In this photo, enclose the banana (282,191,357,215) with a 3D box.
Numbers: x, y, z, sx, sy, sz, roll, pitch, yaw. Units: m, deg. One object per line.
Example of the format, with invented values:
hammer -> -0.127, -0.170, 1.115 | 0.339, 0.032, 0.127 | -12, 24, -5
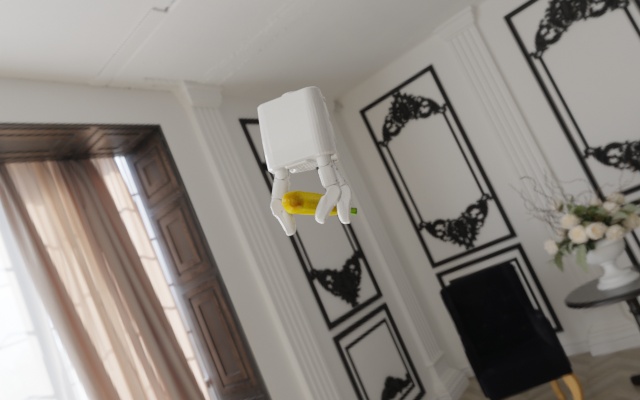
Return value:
banana -> -0.014, 0.004, 0.759 | 0.069, 0.037, 0.198 | -4, -5, 31
